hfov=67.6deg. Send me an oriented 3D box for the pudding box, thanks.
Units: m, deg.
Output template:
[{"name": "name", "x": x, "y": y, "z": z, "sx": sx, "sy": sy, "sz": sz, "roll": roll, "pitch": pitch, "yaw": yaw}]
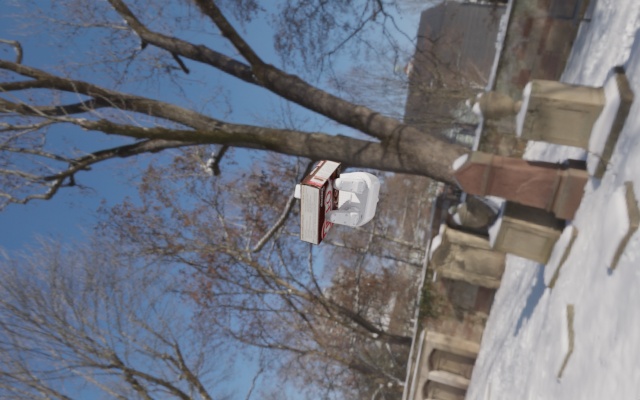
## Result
[{"name": "pudding box", "x": 0.000, "y": 0.002, "z": 0.780, "sx": 0.039, "sy": 0.114, "sz": 0.090, "roll": 11, "pitch": 34, "yaw": 18}]
